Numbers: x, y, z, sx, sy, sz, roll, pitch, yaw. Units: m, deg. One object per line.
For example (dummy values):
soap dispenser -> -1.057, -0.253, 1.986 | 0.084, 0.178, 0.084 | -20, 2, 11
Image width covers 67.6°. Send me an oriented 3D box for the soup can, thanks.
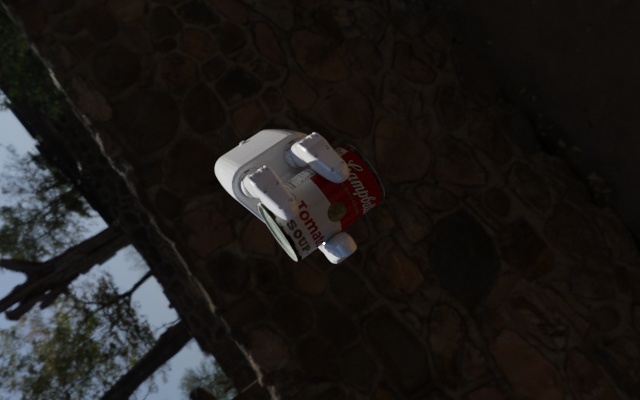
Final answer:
soup can -> 0.000, 0.002, 0.450 | 0.102, 0.068, 0.068 | -35, 9, -13
